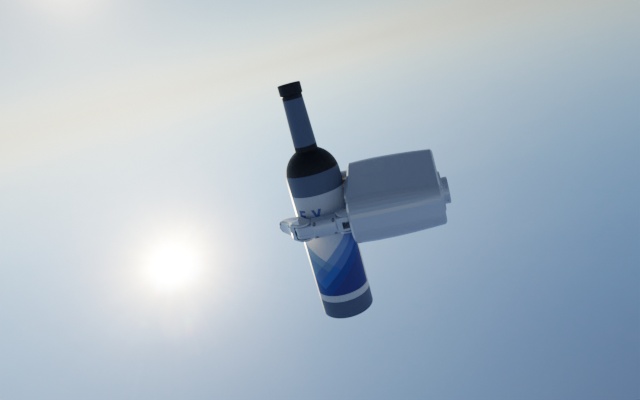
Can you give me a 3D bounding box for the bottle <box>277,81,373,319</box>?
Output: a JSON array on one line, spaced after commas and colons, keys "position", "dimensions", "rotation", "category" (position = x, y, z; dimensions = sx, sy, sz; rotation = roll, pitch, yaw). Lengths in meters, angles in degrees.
[{"position": [0.000, 0.002, 0.590], "dimensions": [0.069, 0.296, 0.069], "rotation": [-14, 17, 4], "category": "bottle"}]
